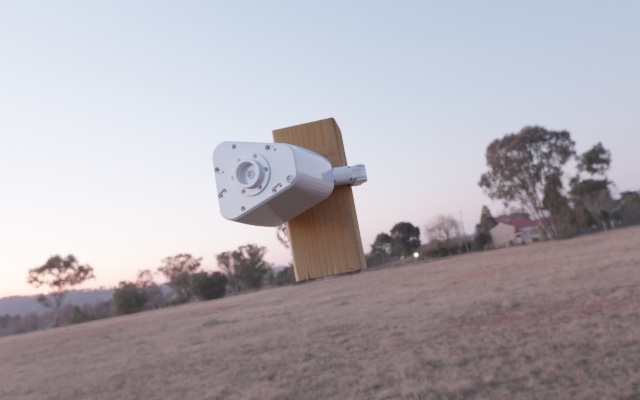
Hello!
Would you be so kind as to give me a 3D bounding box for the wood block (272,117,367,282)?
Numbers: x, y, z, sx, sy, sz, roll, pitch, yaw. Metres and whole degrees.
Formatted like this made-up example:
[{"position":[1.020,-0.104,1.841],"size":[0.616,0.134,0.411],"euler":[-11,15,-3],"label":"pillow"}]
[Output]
[{"position":[0.000,0.002,0.668],"size":[0.091,0.206,0.090],"euler":[-11,-9,8],"label":"wood block"}]
